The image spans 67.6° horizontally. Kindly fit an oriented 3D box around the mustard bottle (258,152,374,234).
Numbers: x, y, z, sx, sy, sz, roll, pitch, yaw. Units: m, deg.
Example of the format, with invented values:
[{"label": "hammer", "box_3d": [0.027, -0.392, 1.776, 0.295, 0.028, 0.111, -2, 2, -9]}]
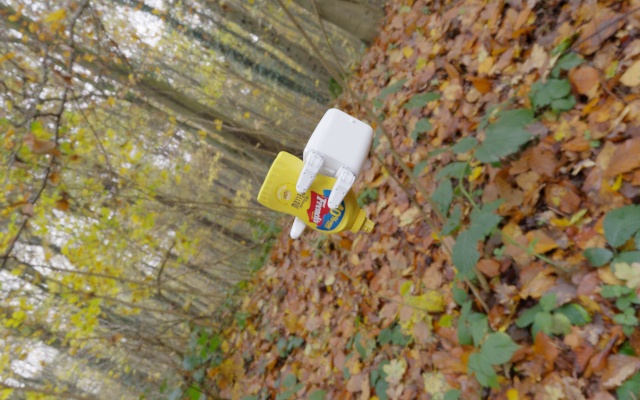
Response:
[{"label": "mustard bottle", "box_3d": [0.000, 0.003, 0.780, 0.191, 0.096, 0.058, 27, 31, -4]}]
